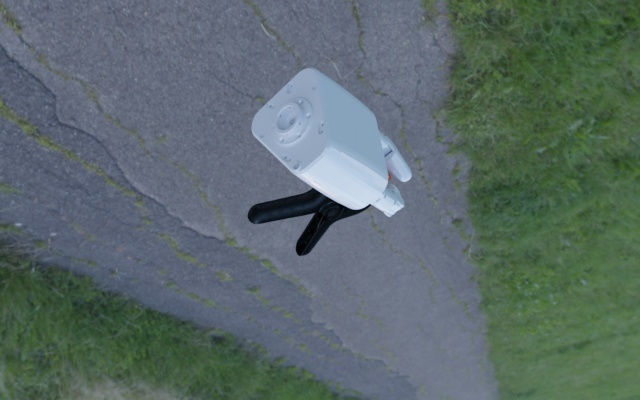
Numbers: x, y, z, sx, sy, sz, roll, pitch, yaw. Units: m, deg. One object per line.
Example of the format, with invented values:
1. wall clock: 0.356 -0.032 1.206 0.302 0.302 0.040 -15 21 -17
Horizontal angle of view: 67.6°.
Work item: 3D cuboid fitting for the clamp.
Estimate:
1. clamp: 0.000 0.002 0.575 0.171 0.039 0.120 -39 -37 19
